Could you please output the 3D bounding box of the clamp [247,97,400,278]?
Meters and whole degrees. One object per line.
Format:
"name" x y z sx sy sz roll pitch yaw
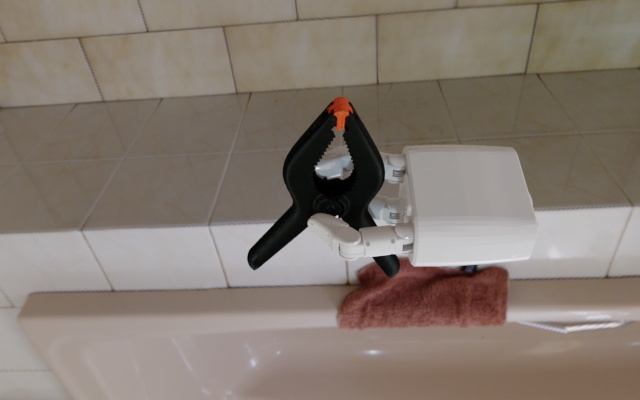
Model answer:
"clamp" 0.000 0.002 0.464 0.164 0.210 0.036 -2 39 1
